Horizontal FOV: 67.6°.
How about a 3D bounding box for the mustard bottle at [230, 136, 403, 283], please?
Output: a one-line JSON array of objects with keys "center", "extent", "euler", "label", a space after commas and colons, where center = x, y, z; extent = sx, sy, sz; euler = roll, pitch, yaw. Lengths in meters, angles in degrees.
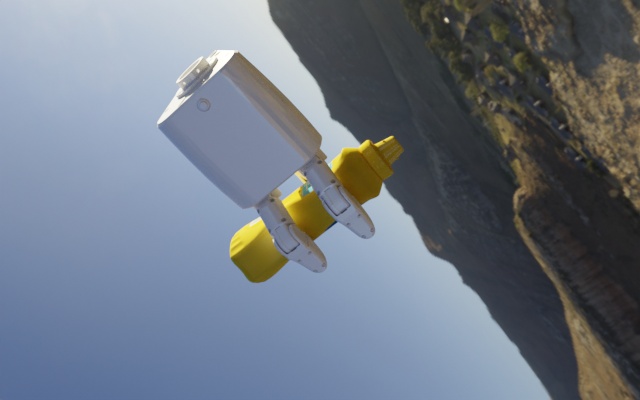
[{"center": [0.000, 0.002, 0.476], "extent": [0.191, 0.058, 0.096], "euler": [-38, 4, 12], "label": "mustard bottle"}]
